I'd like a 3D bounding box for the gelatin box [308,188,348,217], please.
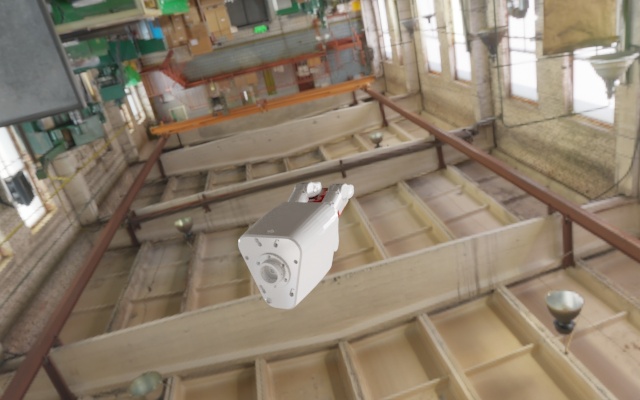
[{"bbox_3d":[0.000,0.003,0.755,0.073,0.030,0.089,-4,15,14],"label":"gelatin box"}]
